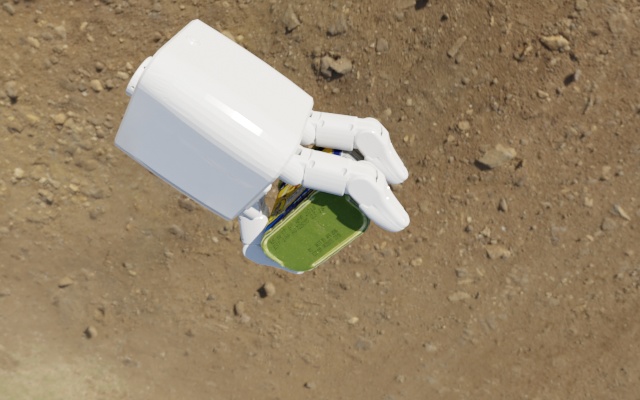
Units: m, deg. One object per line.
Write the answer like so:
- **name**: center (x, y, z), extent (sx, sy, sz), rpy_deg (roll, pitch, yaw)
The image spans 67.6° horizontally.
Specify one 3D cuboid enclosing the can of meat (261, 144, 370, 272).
- **can of meat**: center (0.000, 0.002, 0.401), extent (0.057, 0.084, 0.102), rpy_deg (37, -55, -18)
